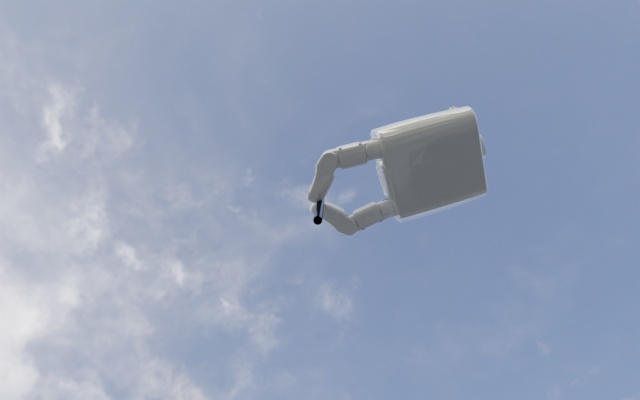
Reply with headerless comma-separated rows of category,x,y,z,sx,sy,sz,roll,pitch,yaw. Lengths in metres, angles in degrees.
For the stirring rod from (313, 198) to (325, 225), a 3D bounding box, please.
stirring rod,0.000,0.002,0.535,0.011,0.011,0.239,0,7,1
